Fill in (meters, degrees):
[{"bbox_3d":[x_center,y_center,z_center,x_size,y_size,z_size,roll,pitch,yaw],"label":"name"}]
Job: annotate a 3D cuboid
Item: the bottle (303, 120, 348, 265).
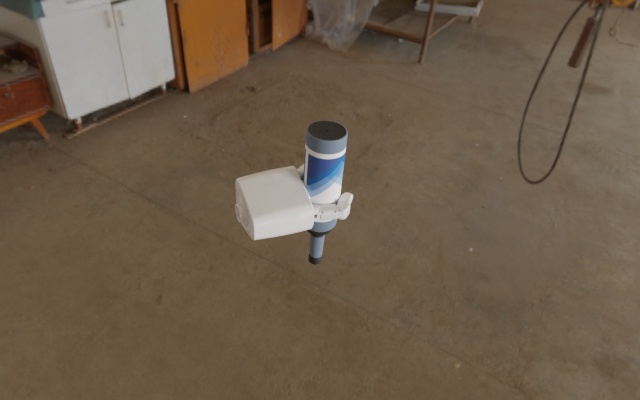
[{"bbox_3d":[0.000,0.003,0.854,0.069,0.296,0.069,3,39,-3],"label":"bottle"}]
